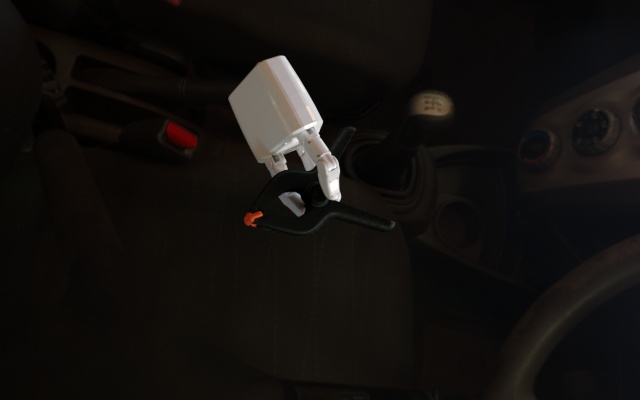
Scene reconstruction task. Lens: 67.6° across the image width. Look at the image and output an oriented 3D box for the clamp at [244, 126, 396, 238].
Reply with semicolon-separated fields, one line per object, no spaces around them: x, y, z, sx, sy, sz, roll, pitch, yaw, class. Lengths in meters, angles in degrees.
0.000;0.002;0.655;0.210;0.164;0.036;-27;-4;-26;clamp
